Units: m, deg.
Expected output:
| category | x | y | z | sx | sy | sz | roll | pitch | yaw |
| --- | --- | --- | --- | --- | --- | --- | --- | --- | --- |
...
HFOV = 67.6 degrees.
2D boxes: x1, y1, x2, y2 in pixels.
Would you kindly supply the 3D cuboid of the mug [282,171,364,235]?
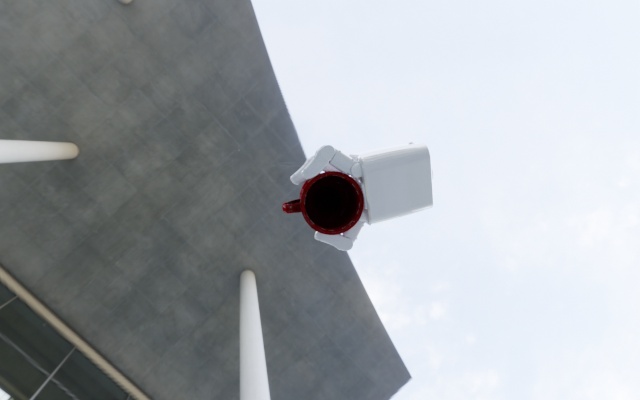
| category | x | y | z | sx | sy | sz | roll | pitch | yaw |
| --- | --- | --- | --- | --- | --- | --- | --- | --- | --- |
| mug | -0.001 | 0.003 | 0.724 | 0.117 | 0.093 | 0.081 | -12 | 8 | -7 |
